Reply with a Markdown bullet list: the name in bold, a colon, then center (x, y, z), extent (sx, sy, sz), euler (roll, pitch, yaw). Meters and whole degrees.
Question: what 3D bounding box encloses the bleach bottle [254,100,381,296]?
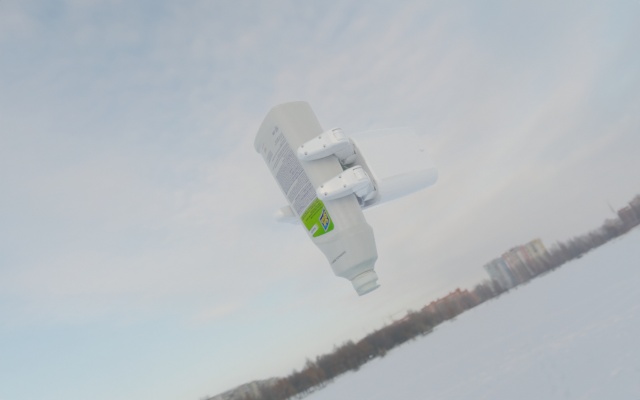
- **bleach bottle**: center (0.000, 0.002, 0.594), extent (0.068, 0.250, 0.103), euler (-15, -22, -31)
